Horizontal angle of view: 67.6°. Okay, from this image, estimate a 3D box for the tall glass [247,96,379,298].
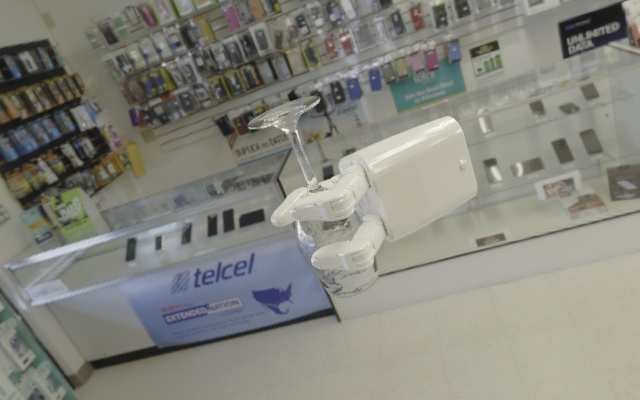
[{"bbox_3d":[0.000,0.001,0.487,0.079,0.201,0.079,-19,21,8],"label":"tall glass"}]
